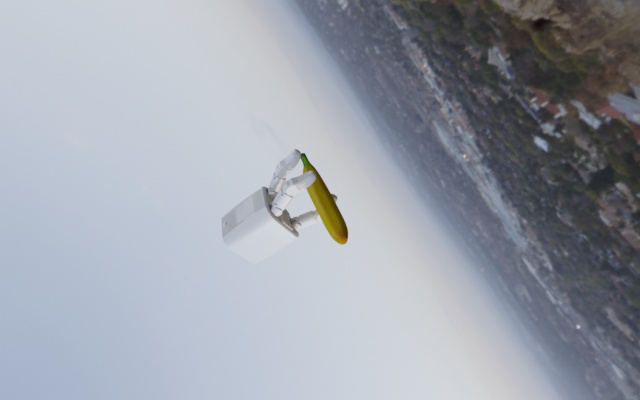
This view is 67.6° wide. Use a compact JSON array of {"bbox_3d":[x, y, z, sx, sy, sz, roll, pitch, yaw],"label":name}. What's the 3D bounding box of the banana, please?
[{"bbox_3d":[0.006,0.007,0.850,0.037,0.197,0.070,-33,-30,8],"label":"banana"}]
